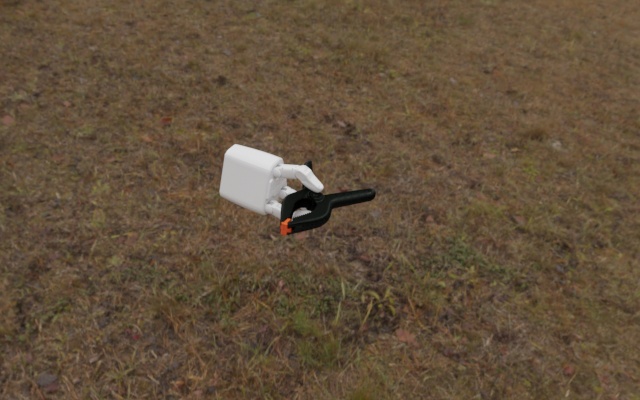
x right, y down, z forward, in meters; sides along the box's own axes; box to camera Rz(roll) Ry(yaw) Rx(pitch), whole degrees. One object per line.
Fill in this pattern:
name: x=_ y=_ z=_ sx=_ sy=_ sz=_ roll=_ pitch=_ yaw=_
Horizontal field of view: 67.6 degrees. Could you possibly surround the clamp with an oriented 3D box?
clamp: x=0.000 y=0.003 z=0.897 sx=0.164 sy=0.036 sz=0.210 roll=20 pitch=40 yaw=17
